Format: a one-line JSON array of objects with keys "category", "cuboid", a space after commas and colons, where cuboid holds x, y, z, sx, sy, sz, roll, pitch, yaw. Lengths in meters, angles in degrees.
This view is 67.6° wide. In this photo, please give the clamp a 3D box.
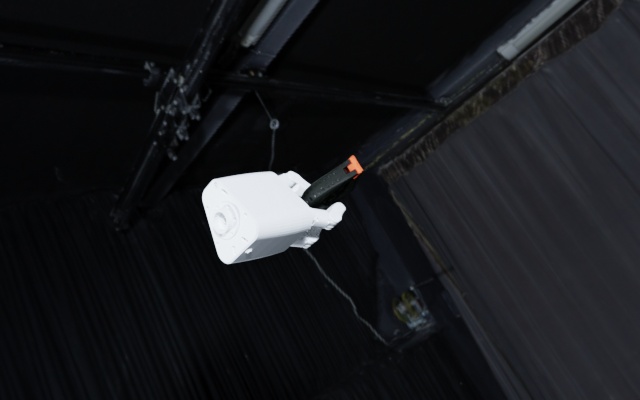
[{"category": "clamp", "cuboid": [0.000, 0.002, 0.750, 0.210, 0.036, 0.164, -41, -18, 34]}]
